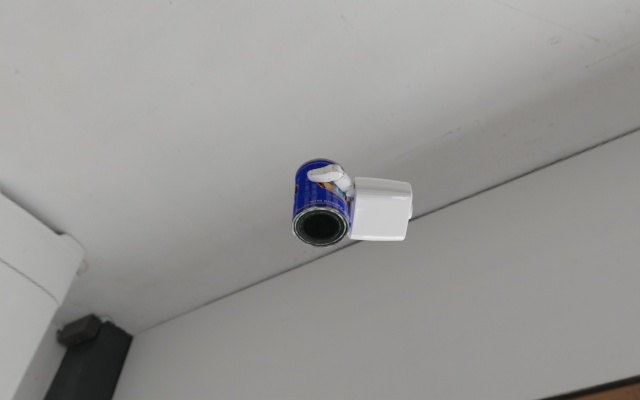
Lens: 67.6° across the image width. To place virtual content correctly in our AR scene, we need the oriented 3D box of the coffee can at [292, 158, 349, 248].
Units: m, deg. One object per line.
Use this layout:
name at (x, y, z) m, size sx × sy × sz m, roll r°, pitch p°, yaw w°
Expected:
coffee can at (0.000, 0.003, 0.895) m, size 0.103 × 0.103 × 0.140 m, roll 0°, pitch 42°, yaw 1°
